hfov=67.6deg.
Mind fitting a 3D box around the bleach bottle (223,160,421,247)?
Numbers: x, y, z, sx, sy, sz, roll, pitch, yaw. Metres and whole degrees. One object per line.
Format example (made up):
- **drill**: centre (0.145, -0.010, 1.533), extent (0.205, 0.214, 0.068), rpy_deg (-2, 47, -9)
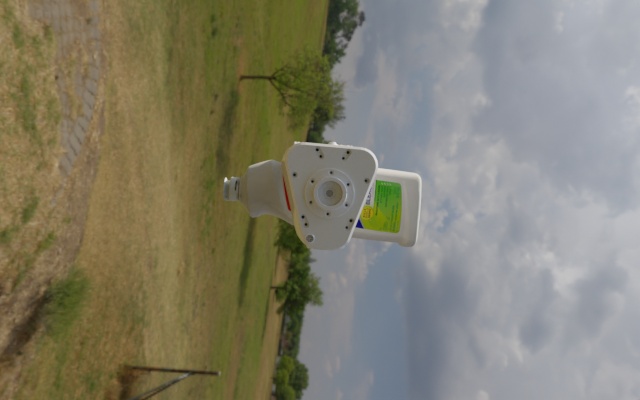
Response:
- **bleach bottle**: centre (0.000, 0.002, 0.626), extent (0.251, 0.102, 0.068), rpy_deg (4, 2, -4)
